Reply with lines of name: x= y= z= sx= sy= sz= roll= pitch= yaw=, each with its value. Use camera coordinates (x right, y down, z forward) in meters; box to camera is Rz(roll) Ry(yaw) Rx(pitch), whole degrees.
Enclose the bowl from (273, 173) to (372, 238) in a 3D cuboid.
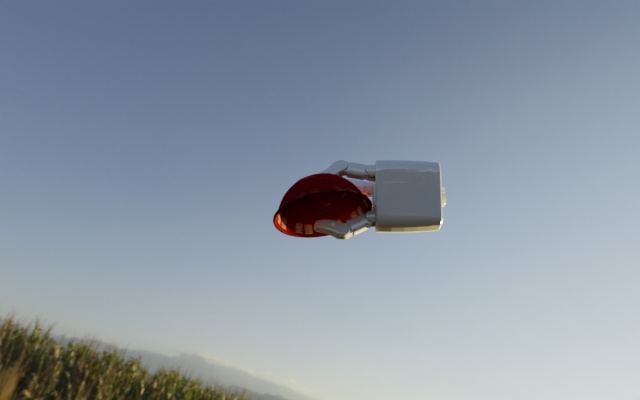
bowl: x=-0.001 y=0.002 z=0.777 sx=0.162 sy=0.055 sz=0.162 roll=-9 pitch=-28 yaw=-5
